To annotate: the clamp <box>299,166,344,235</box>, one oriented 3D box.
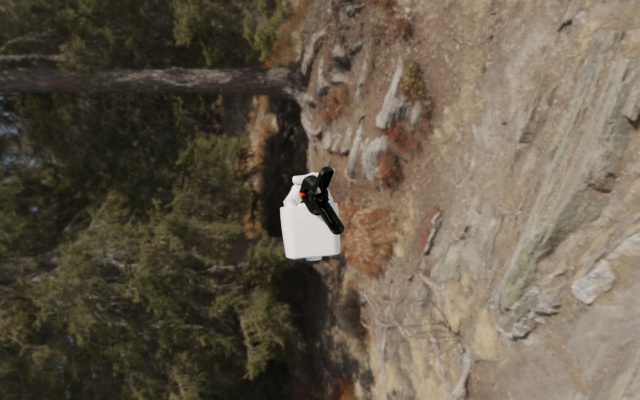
[{"bbox_3d":[-0.001,0.003,0.886,0.039,0.120,0.171,-8,1,-15],"label":"clamp"}]
